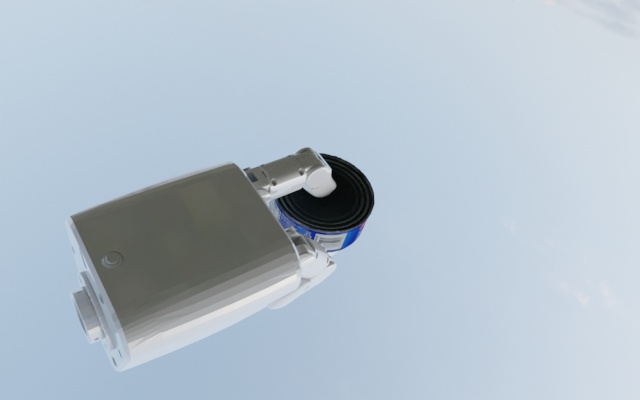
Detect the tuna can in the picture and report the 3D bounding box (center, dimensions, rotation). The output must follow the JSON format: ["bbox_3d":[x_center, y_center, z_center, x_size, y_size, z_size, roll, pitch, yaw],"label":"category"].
[{"bbox_3d":[0.000,0.002,0.404,0.086,0.086,0.034,0,-39,-15],"label":"tuna can"}]
